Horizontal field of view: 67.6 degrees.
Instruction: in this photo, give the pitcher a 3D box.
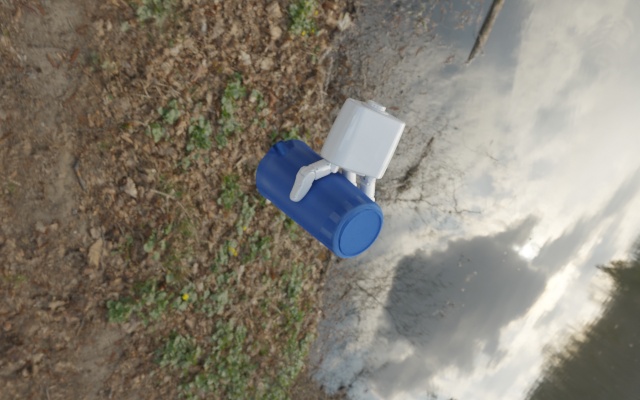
[{"bbox_3d":[0.000,0.003,0.863,0.149,0.145,0.242,8,23,-44],"label":"pitcher"}]
